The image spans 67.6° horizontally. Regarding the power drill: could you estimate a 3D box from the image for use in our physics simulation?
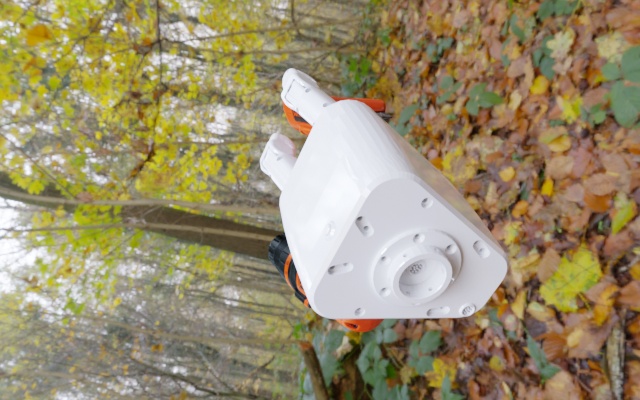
[{"bbox_3d":[0.000,0.001,0.430,0.057,0.188,0.184,-7,14,-29],"label":"power drill"}]
